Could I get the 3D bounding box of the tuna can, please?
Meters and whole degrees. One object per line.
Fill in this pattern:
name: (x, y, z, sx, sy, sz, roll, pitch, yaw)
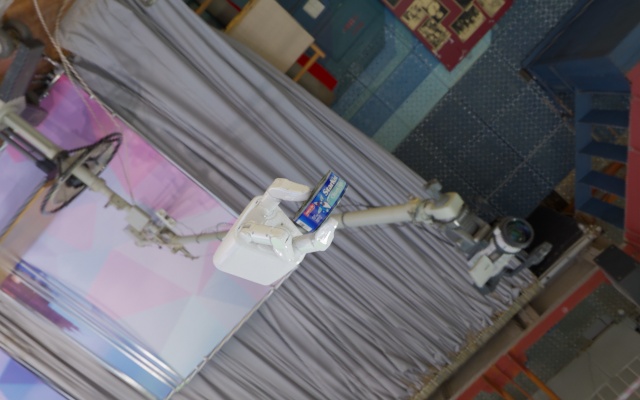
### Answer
tuna can: (0.001, 0.002, 0.653, 0.034, 0.086, 0.086, 37, -3, -4)
